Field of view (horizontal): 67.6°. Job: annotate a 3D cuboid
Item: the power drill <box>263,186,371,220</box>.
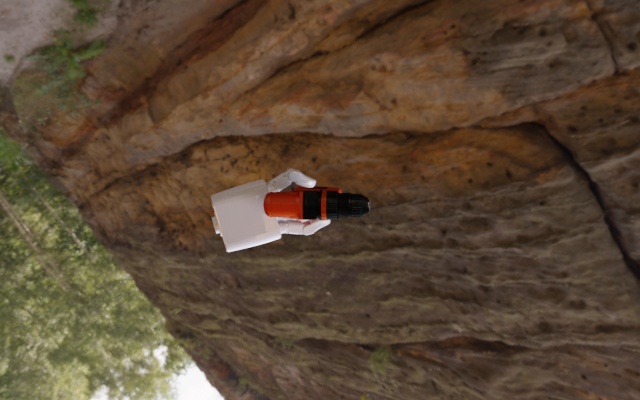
[{"bbox_3d":[0.000,0.003,0.889,0.184,0.057,0.187,2,2,5],"label":"power drill"}]
